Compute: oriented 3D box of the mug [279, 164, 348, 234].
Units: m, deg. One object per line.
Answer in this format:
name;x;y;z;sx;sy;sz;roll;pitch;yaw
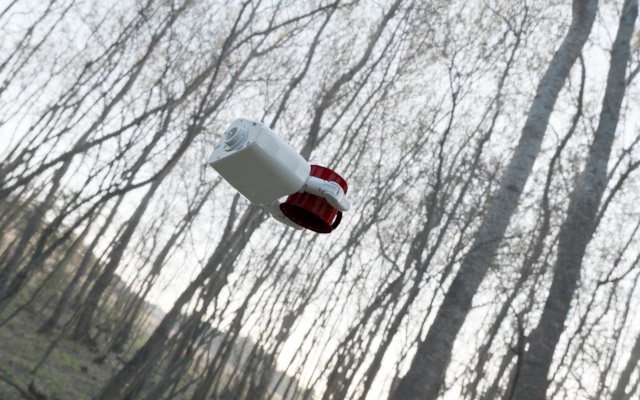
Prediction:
mug;0.001;0.003;0.774;0.093;0.081;0.117;4;-31;46
